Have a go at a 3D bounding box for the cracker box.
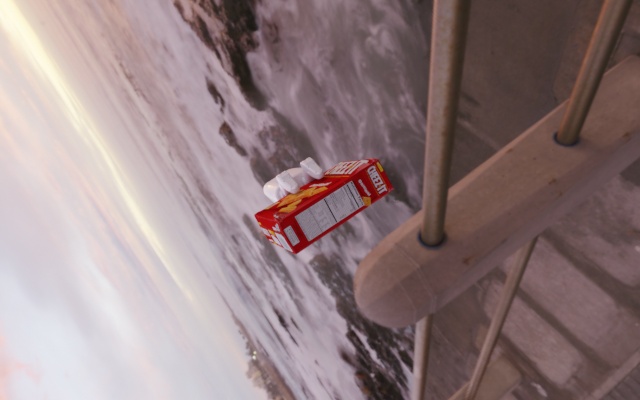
[{"bbox_3d":[0.000,0.003,0.871,0.213,0.072,0.164,-33,14,-16],"label":"cracker box"}]
